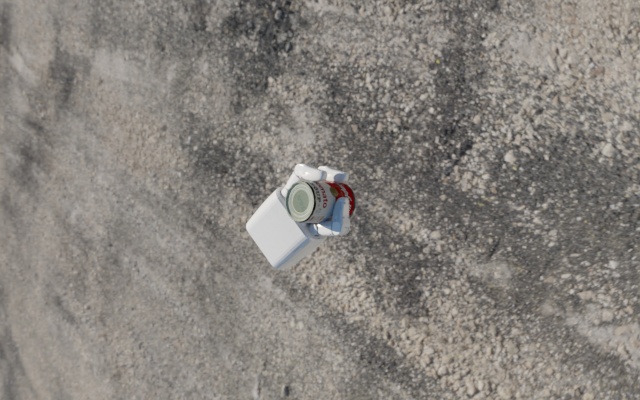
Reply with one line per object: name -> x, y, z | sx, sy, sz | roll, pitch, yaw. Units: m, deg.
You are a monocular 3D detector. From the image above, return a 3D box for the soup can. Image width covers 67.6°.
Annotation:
soup can -> 0.000, 0.002, 0.784 | 0.068, 0.068, 0.102 | 0, -1, 42
